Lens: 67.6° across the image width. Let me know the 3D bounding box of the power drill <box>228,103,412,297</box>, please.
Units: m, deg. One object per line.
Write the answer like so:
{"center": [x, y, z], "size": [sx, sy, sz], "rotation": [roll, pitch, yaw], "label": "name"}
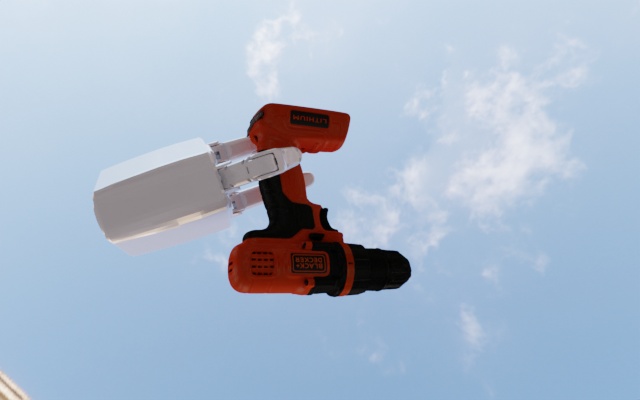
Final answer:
{"center": [0.000, 0.001, 0.475], "size": [0.184, 0.187, 0.057], "rotation": [4, -22, -24], "label": "power drill"}
